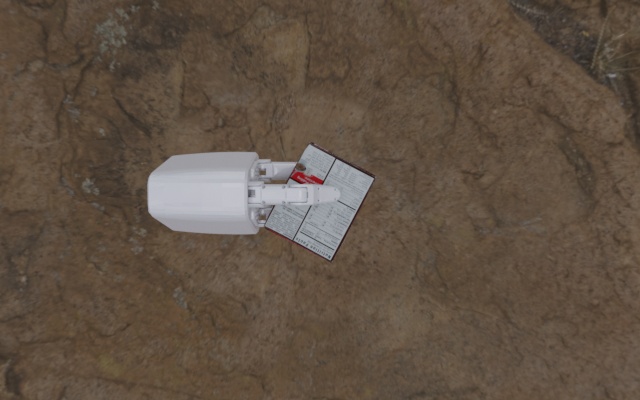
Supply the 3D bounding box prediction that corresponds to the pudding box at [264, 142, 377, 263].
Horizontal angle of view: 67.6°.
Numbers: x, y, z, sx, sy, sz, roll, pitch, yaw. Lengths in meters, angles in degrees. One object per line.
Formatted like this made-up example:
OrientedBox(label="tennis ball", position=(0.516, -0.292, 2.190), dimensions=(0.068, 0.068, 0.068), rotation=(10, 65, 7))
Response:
OrientedBox(label="pudding box", position=(0.000, 0.002, 0.548), dimensions=(0.090, 0.113, 0.039), rotation=(28, 3, 1))
